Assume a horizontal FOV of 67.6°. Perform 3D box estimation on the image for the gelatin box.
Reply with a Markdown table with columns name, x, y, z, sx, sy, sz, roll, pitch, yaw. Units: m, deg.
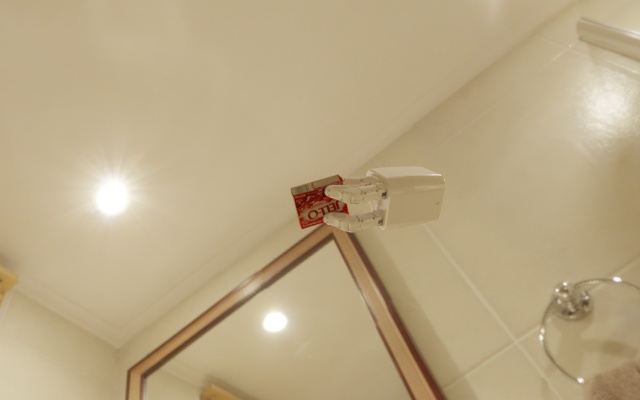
| name | x | y | z | sx | sy | sz | roll | pitch | yaw |
| --- | --- | --- | --- | --- | --- | --- | --- | --- | --- |
| gelatin box | 0.000 | 0.003 | 0.818 | 0.089 | 0.073 | 0.030 | -16 | 35 | -5 |
